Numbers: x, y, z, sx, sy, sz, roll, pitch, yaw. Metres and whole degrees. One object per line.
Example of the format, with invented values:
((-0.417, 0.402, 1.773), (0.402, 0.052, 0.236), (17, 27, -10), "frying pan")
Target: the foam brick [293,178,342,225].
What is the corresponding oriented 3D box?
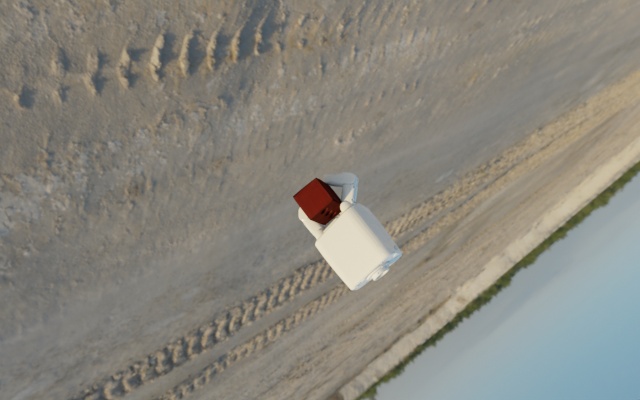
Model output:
((0.000, 0.003, 0.811), (0.053, 0.051, 0.078), (-40, -20, 10), "foam brick")
